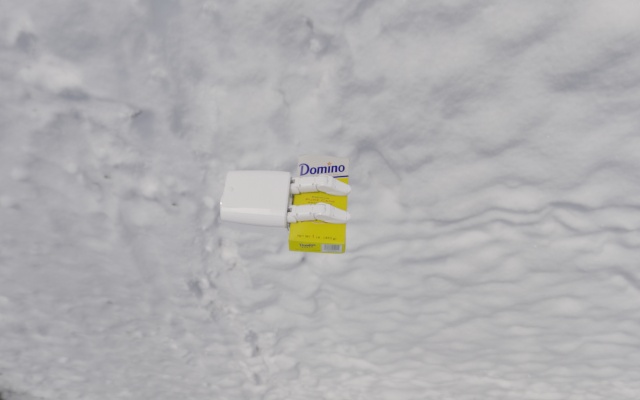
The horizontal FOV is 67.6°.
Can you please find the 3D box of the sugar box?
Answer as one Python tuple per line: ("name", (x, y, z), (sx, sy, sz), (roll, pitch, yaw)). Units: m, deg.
("sugar box", (0.000, 0.002, 0.812), (0.093, 0.176, 0.048), (4, -31, 0))
